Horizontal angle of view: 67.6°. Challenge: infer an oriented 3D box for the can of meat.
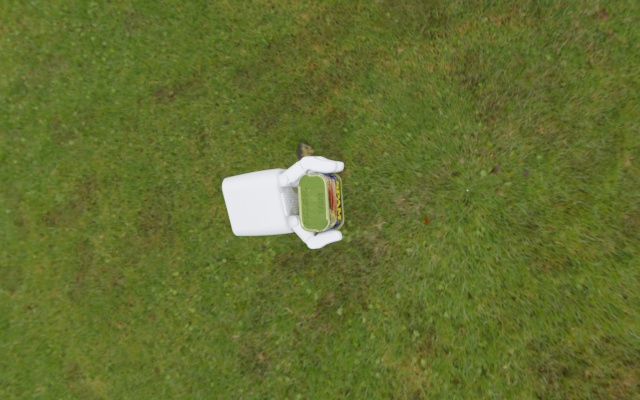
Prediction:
[{"bbox_3d":[0.000,0.003,0.812,0.057,0.102,0.084,-3,0,18],"label":"can of meat"}]
